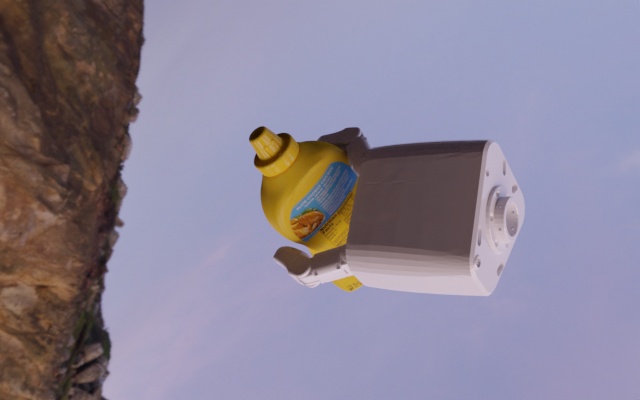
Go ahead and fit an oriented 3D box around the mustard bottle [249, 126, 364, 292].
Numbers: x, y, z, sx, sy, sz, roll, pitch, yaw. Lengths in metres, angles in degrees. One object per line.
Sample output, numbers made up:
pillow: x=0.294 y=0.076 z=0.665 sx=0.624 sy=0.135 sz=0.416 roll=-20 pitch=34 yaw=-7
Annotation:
mustard bottle: x=0.000 y=0.002 z=0.450 sx=0.192 sy=0.096 sz=0.058 roll=47 pitch=-11 yaw=-37
